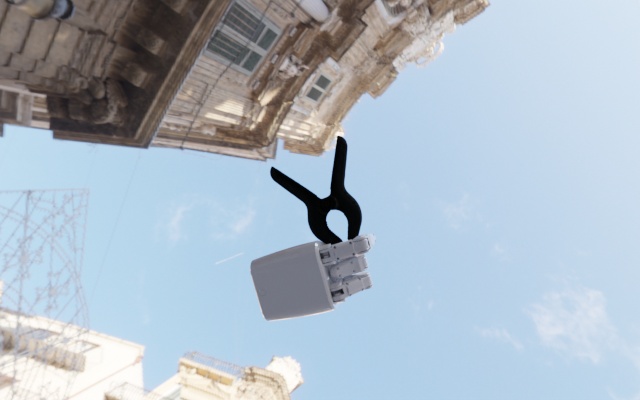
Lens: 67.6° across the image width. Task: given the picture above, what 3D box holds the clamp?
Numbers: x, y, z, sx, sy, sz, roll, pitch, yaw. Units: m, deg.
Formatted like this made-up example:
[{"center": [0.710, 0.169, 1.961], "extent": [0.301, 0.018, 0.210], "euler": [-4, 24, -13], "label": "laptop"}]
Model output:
[{"center": [0.000, 0.002, 0.694], "extent": [0.120, 0.171, 0.039], "euler": [-16, -2, 13], "label": "clamp"}]
